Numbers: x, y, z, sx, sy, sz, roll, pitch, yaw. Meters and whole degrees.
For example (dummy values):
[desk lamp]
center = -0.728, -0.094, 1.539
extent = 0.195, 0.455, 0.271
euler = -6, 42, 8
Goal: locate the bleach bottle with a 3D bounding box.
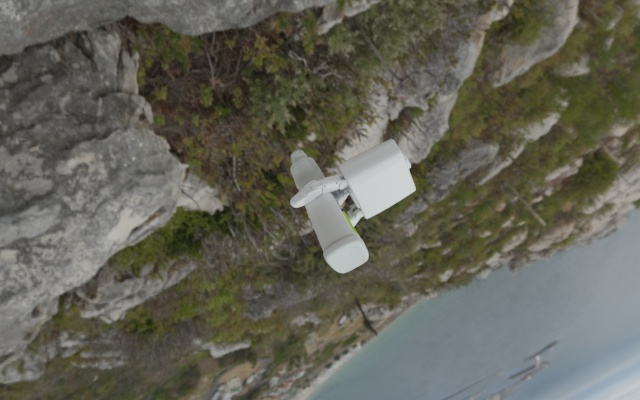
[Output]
[bleach bottle]
center = 0.000, 0.003, 0.854
extent = 0.068, 0.250, 0.103
euler = -29, -32, 3
